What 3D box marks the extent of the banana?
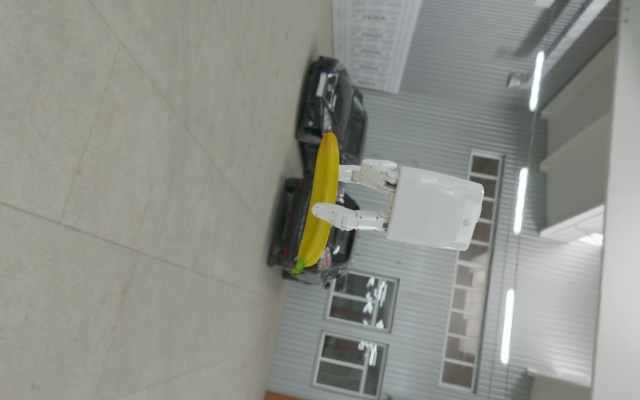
[{"bbox_3d":[0.001,0.007,0.668,0.037,0.198,0.069,11,-3,5],"label":"banana"}]
